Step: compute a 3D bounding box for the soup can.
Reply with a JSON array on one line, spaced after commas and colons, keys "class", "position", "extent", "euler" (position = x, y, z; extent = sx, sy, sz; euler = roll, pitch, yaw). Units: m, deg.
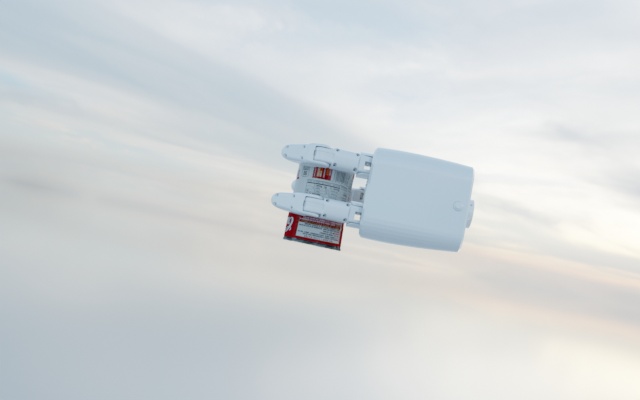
[{"class": "soup can", "position": [0.000, 0.001, 0.551], "extent": [0.068, 0.102, 0.068], "euler": [12, -5, 1]}]
